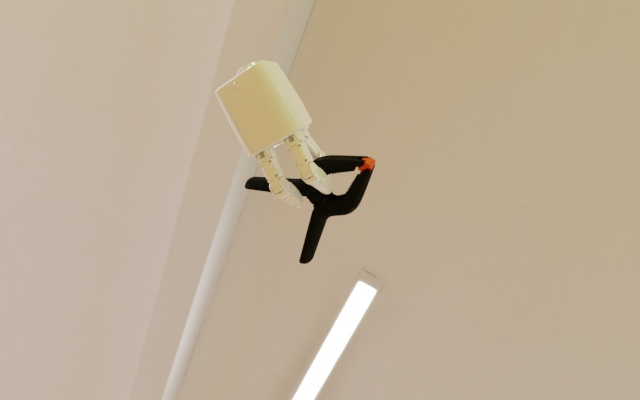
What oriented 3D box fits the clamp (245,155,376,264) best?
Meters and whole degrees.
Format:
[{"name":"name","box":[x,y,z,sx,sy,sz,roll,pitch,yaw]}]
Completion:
[{"name":"clamp","box":[0.001,0.002,0.725,0.210,0.164,0.036,-24,11,30]}]
